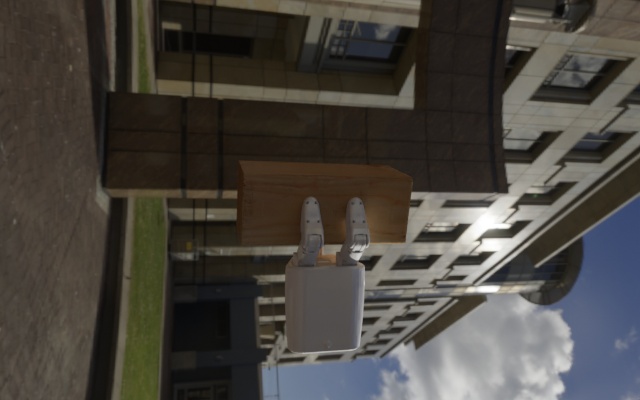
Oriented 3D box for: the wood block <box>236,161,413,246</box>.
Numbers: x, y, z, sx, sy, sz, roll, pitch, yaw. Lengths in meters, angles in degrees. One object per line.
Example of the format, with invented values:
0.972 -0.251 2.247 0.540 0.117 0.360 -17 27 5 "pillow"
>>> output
0.000 0.002 0.610 0.206 0.090 0.090 1 13 -14 "wood block"
